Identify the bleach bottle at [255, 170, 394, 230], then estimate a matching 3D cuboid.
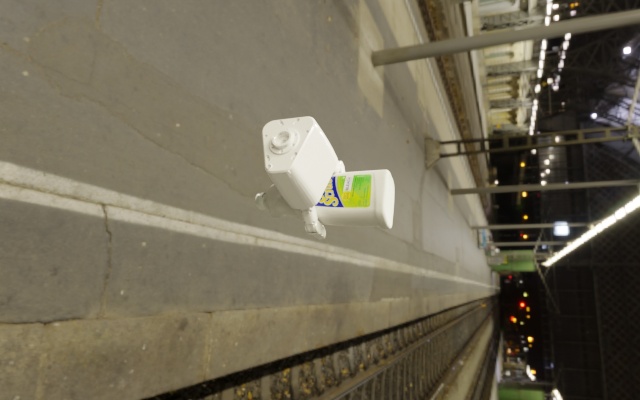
[{"bbox_3d":[0.000,0.003,0.845,0.251,0.102,0.068,-3,-31,21],"label":"bleach bottle"}]
